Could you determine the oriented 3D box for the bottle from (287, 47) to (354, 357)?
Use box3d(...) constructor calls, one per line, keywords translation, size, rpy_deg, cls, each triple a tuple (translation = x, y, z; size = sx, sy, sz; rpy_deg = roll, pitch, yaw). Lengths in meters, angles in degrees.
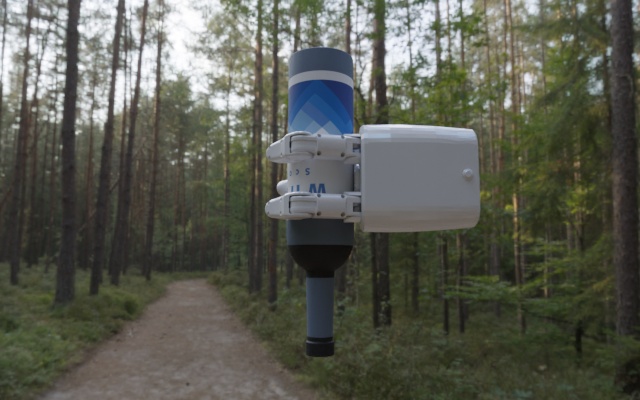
box3d(translation=(0.000, 0.001, 0.475), size=(0.069, 0.295, 0.069), rpy_deg=(0, -7, 0), cls="bottle")
